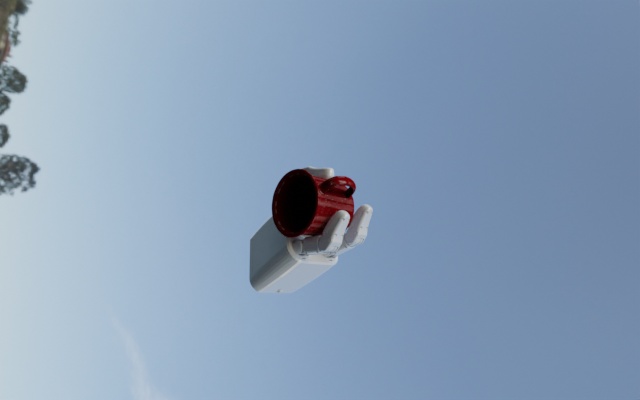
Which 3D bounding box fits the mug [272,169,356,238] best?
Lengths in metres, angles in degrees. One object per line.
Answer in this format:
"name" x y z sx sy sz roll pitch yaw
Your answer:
"mug" 0.001 0.001 0.657 0.081 0.093 0.117 11 -40 -44
